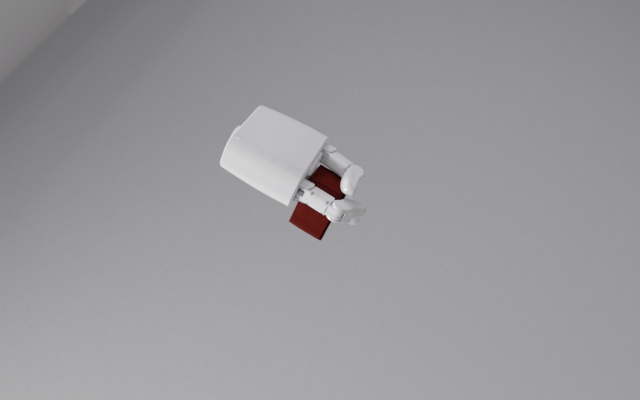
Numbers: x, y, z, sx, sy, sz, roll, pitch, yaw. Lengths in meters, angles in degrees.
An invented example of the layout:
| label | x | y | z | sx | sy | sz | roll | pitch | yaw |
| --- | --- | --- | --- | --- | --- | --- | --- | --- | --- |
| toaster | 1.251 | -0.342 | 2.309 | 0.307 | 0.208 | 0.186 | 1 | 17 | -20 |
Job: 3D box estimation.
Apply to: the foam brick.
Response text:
| label | x | y | z | sx | sy | sz | roll | pitch | yaw |
| --- | --- | --- | --- | --- | --- | --- | --- | --- | --- |
| foam brick | 0.000 | 0.002 | 0.646 | 0.051 | 0.078 | 0.053 | 28 | 29 | 2 |
